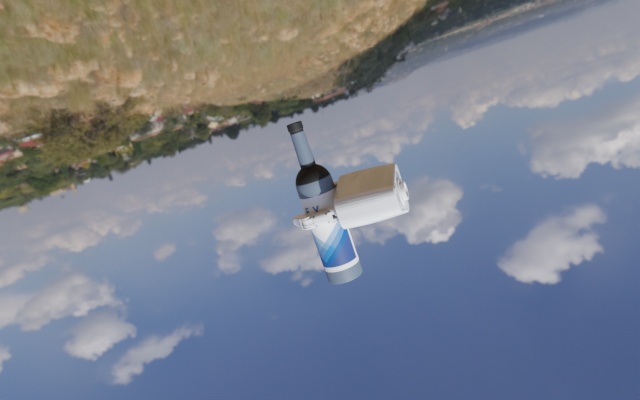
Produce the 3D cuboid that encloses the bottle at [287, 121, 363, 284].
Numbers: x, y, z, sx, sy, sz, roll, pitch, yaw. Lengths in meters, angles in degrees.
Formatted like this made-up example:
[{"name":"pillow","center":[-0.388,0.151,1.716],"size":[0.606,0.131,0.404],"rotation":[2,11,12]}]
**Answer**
[{"name":"bottle","center":[0.000,0.003,0.854],"size":[0.069,0.296,0.069],"rotation":[-18,12,4]}]
